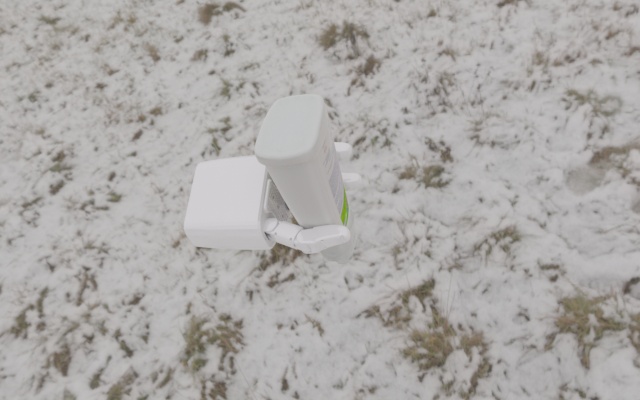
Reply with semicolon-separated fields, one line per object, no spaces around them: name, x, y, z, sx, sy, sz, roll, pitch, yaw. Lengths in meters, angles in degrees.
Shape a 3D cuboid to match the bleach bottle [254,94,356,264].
bleach bottle;0.000;0.002;0.573;0.068;0.102;0.251;-2;-42;17
